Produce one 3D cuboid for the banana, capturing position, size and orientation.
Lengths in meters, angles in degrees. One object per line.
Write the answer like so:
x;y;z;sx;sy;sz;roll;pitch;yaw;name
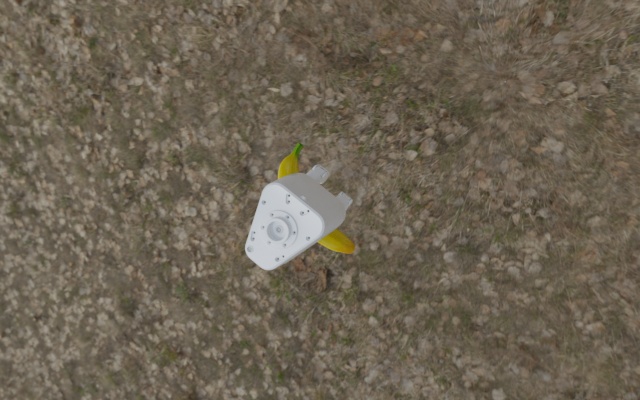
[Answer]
-0.018;0.008;0.763;0.069;0.198;0.037;-28;-2;10;banana
